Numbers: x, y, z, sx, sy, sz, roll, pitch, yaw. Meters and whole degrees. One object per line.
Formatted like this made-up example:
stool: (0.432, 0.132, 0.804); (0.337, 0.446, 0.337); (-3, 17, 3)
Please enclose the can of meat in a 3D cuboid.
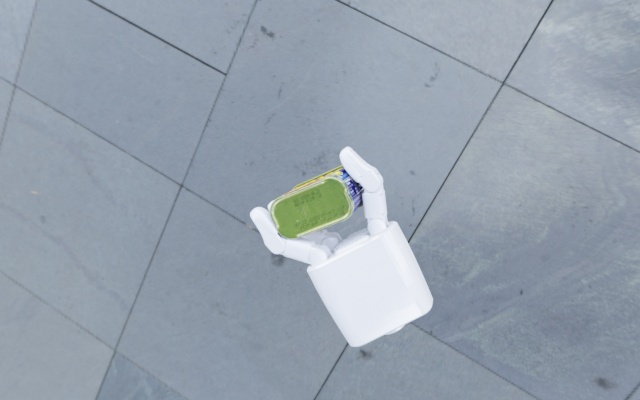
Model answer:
can of meat: (0.000, 0.002, 0.563); (0.102, 0.057, 0.084); (-23, 5, 20)
